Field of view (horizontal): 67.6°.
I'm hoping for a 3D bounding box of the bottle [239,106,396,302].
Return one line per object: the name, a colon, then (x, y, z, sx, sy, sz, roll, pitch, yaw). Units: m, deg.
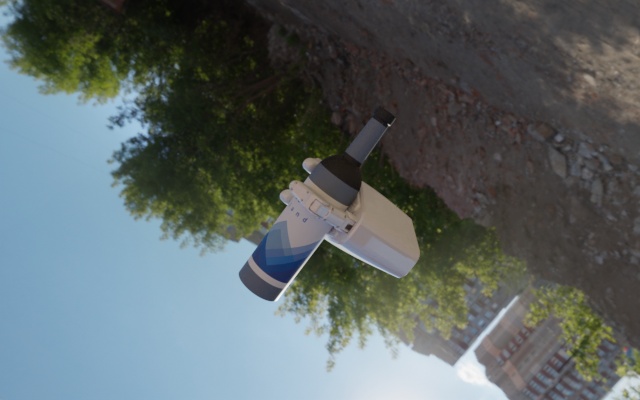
bottle: (0.000, 0.002, 0.639, 0.069, 0.296, 0.069, 35, 10, -7)
